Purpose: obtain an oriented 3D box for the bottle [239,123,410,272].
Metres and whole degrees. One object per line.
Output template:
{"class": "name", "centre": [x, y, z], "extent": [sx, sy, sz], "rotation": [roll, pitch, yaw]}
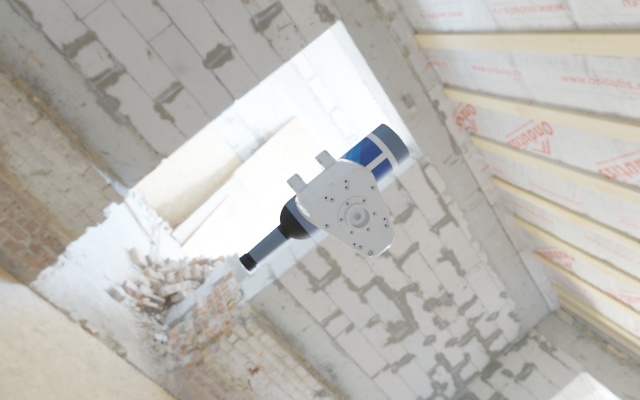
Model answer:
{"class": "bottle", "centre": [0.000, 0.002, 0.716], "extent": [0.295, 0.069, 0.069], "rotation": [-40, 2, -2]}
